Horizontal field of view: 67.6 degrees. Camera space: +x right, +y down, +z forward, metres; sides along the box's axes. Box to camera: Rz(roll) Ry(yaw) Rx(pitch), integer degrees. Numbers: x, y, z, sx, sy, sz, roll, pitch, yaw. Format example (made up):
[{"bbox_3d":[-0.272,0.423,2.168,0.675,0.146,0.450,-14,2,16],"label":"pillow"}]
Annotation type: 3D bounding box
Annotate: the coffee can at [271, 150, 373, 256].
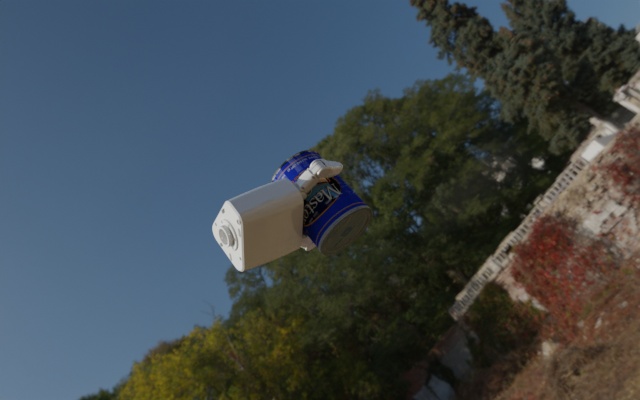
[{"bbox_3d":[0.000,0.003,0.763,0.103,0.103,0.140,0,42,-53],"label":"coffee can"}]
